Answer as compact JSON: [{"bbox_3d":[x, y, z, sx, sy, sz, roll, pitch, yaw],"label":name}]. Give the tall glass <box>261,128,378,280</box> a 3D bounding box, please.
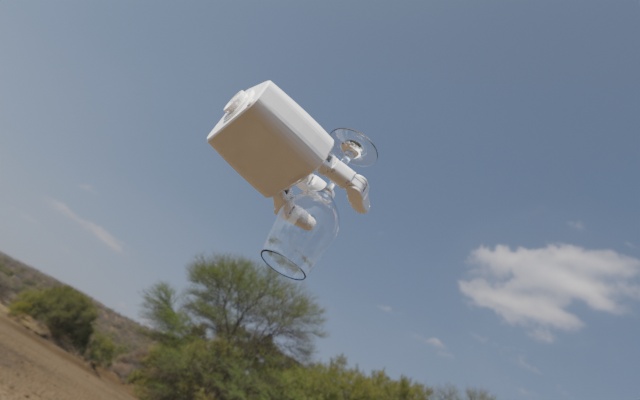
[{"bbox_3d":[0.001,0.002,0.612,0.079,0.201,0.079,23,-29,13],"label":"tall glass"}]
